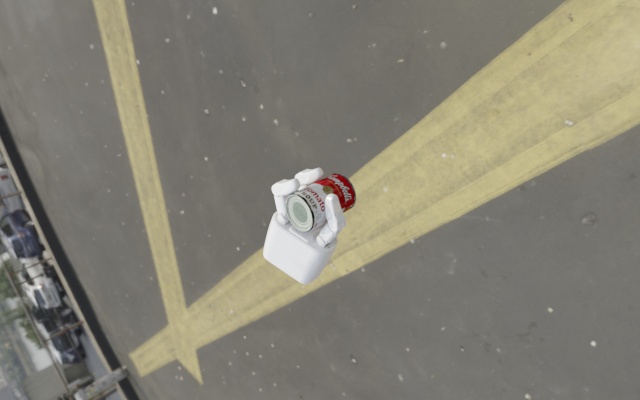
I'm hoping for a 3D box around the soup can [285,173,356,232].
[{"bbox_3d":[0.000,0.002,0.788,0.102,0.068,0.068,-27,17,-38],"label":"soup can"}]
